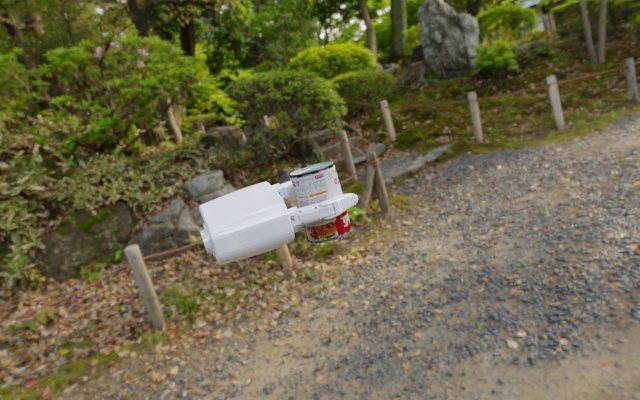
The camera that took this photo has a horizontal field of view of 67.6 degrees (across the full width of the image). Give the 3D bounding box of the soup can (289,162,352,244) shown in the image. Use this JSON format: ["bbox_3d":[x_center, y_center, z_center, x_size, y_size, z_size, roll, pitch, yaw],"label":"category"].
[{"bbox_3d":[0.001,0.002,0.686,0.068,0.102,0.068,-15,11,3],"label":"soup can"}]
